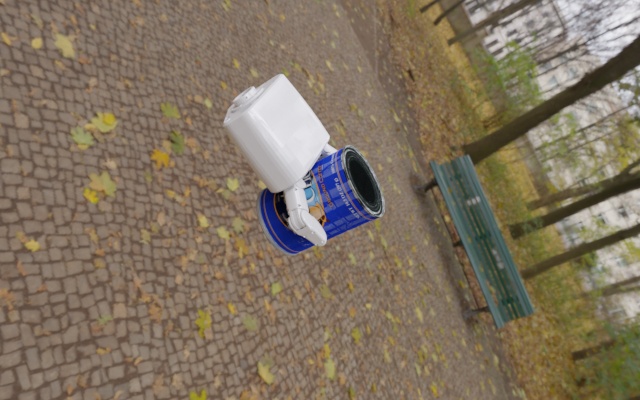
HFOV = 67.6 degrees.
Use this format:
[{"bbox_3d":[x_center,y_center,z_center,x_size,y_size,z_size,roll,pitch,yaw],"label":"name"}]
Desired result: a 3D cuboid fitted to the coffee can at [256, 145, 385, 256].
[{"bbox_3d":[0.000,0.002,0.640,0.140,0.103,0.103,-26,-11,25],"label":"coffee can"}]
